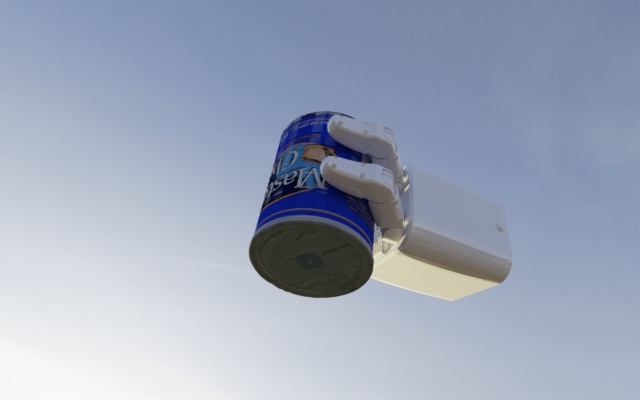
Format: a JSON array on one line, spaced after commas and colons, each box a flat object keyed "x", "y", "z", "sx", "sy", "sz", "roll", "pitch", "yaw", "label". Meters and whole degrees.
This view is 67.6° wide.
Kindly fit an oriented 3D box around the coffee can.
[{"x": 0.000, "y": 0.002, "z": 0.434, "sx": 0.103, "sy": 0.140, "sz": 0.103, "roll": 5, "pitch": -44, "yaw": 5, "label": "coffee can"}]
